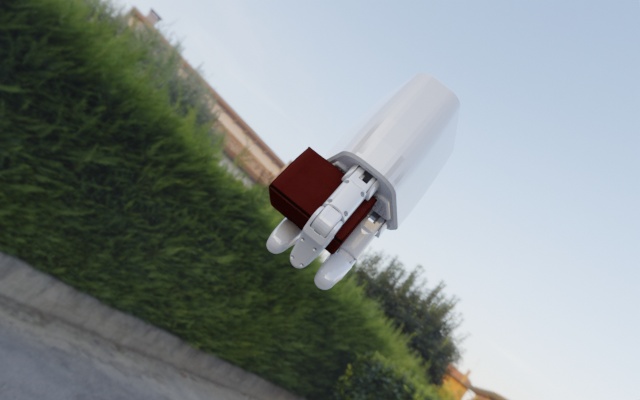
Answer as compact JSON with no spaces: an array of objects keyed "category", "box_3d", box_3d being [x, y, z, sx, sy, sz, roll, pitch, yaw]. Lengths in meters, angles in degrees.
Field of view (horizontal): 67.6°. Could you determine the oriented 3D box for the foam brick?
[{"category":"foam brick","box_3d":[0.000,0.001,0.423,0.078,0.051,0.053,39,-17,7]}]
